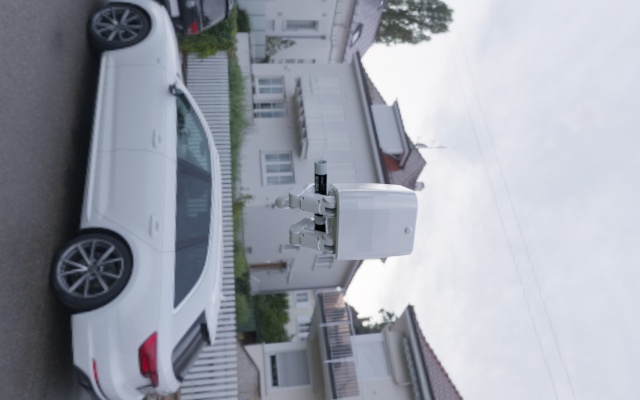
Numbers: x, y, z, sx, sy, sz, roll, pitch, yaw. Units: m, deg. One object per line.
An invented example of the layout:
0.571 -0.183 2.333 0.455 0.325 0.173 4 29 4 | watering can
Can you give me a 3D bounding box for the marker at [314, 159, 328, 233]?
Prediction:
0.000 0.002 0.669 0.020 0.121 0.020 1 26 0 | marker
